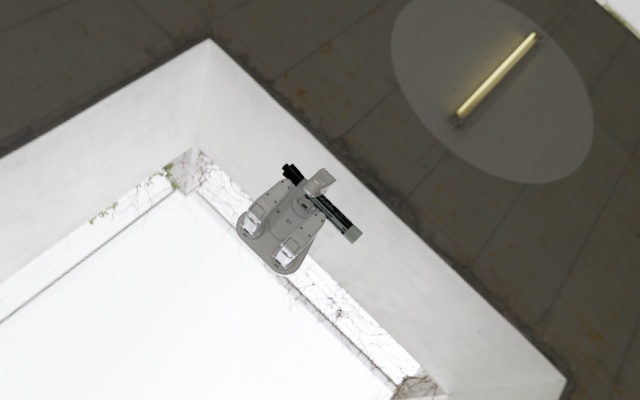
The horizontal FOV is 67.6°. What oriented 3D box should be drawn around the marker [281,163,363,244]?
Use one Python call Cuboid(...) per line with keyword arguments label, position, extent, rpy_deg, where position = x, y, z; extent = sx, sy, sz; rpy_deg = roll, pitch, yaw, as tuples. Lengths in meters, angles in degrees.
Cuboid(label="marker", position=(0.000, 0.002, 0.553), extent=(0.121, 0.020, 0.020), rpy_deg=(45, -5, 5))
